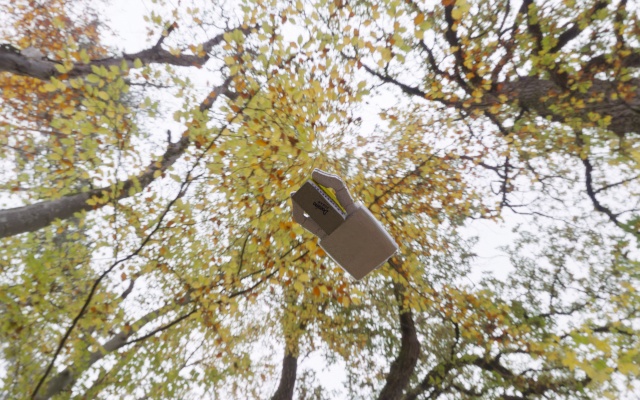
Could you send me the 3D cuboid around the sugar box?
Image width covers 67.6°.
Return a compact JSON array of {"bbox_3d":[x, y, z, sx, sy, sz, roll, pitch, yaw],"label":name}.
[{"bbox_3d":[0.001,0.003,0.868,0.048,0.093,0.176,-44,4,4],"label":"sugar box"}]
